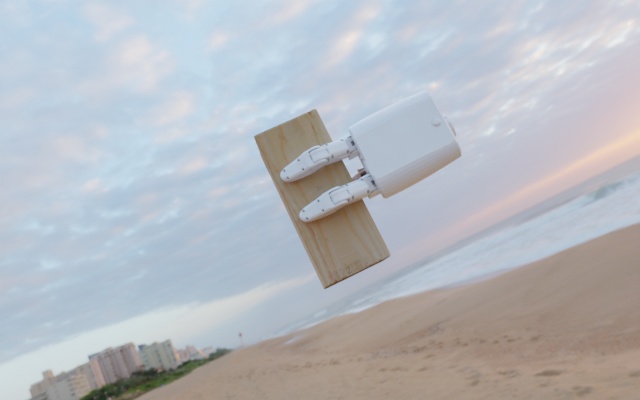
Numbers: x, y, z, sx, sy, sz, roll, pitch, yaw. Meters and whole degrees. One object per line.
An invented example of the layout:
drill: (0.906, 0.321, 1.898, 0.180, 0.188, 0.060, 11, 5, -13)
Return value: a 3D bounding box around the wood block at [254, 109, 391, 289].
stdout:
wood block: (0.000, 0.002, 0.621, 0.090, 0.206, 0.091, -25, -11, -5)
